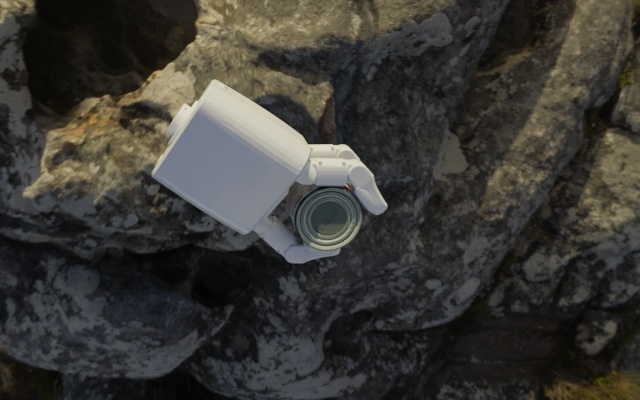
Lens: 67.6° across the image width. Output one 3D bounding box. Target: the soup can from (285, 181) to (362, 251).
[{"bbox_3d":[0.000,0.002,0.499,0.068,0.068,0.102,0,19,-10],"label":"soup can"}]
